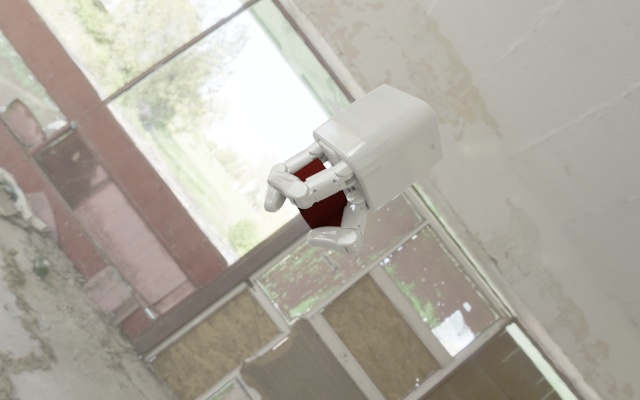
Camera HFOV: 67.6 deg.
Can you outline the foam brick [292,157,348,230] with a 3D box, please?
[{"bbox_3d":[0.000,0.002,0.548,0.051,0.053,0.078,-35,-37,-5],"label":"foam brick"}]
